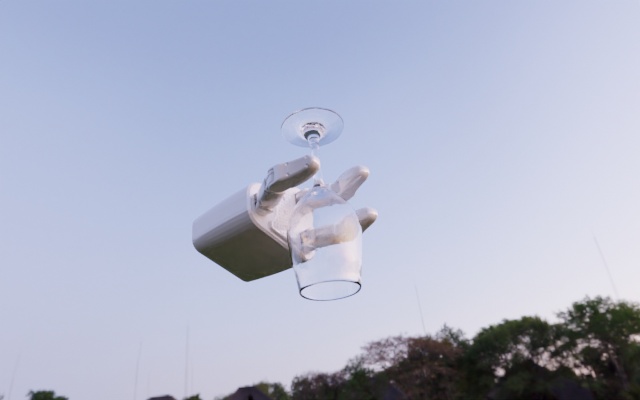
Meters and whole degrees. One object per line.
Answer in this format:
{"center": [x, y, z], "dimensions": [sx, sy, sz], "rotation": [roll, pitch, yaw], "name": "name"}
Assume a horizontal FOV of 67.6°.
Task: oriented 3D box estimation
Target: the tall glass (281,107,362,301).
{"center": [0.000, 0.001, 0.512], "dimensions": [0.079, 0.201, 0.079], "rotation": [-5, -29, -3], "name": "tall glass"}
